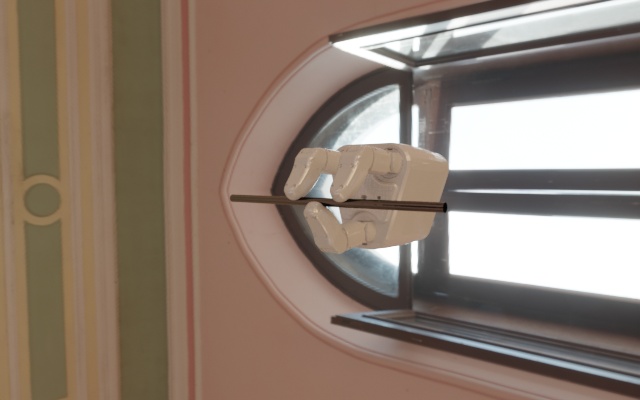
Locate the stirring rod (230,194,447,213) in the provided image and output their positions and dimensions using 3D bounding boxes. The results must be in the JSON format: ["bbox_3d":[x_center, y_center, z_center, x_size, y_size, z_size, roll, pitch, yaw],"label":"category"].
[{"bbox_3d":[0.000,0.001,0.434,0.239,0.011,0.011,2,1,39],"label":"stirring rod"}]
